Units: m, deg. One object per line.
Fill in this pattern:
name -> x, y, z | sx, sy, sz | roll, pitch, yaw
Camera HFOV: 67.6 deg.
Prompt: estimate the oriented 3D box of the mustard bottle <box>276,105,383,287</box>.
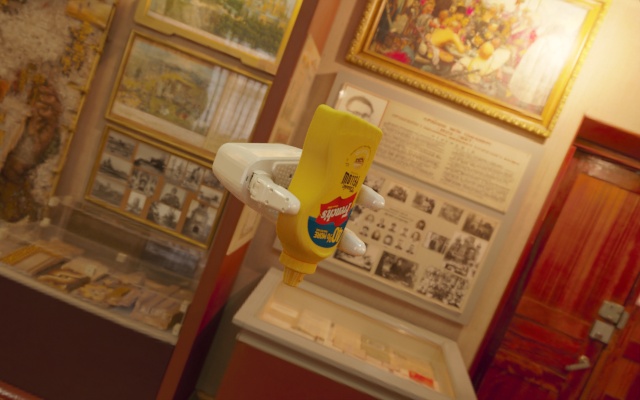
mustard bottle -> 0.000, 0.002, 0.510 | 0.058, 0.191, 0.096 | 25, 8, 30
